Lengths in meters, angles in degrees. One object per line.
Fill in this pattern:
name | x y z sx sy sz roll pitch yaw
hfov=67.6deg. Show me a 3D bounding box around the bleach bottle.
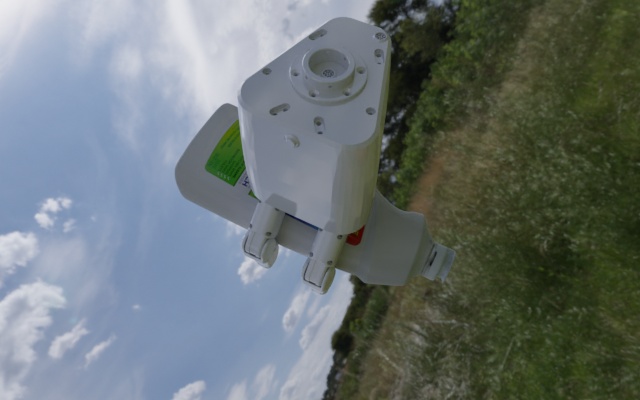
bleach bottle | 0.000 0.001 0.432 0.251 0.102 0.068 23 -28 13
